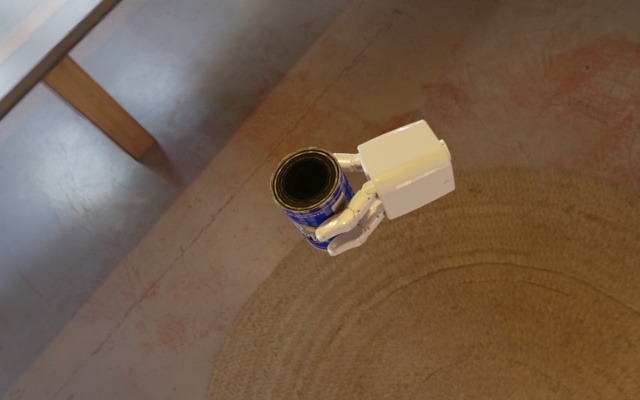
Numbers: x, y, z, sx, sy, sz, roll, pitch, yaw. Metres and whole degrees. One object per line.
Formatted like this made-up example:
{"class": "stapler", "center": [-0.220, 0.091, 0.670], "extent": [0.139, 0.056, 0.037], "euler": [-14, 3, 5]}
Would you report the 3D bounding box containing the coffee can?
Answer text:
{"class": "coffee can", "center": [0.000, 0.002, 0.703], "extent": [0.103, 0.102, 0.140], "euler": [0, -27, 20]}
